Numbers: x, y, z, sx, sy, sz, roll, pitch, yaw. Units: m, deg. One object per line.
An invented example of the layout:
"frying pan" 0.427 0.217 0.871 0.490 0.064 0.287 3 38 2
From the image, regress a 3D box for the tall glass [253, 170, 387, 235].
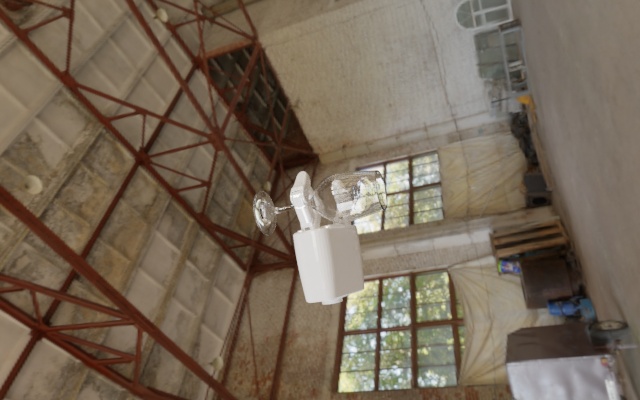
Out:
"tall glass" -0.001 0.002 0.749 0.201 0.079 0.079 -12 -4 20
